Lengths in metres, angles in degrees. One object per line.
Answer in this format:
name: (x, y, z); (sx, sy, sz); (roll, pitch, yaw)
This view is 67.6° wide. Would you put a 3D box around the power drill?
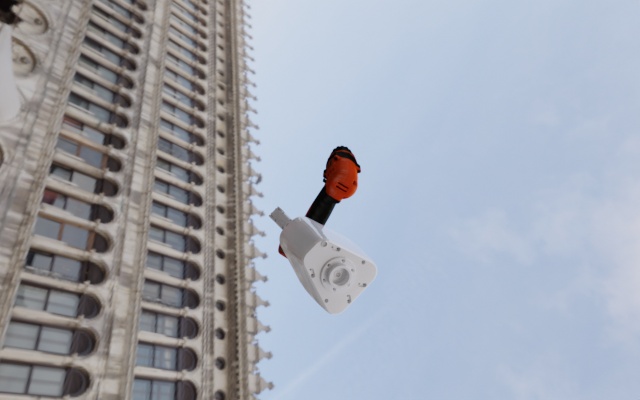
power drill: (0.000, 0.003, 0.791); (0.057, 0.188, 0.184); (28, 19, -6)
